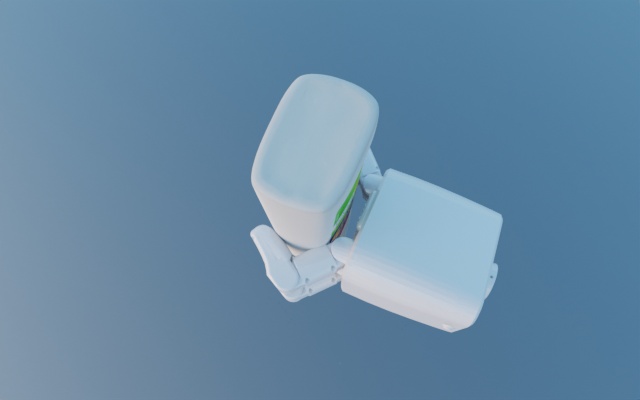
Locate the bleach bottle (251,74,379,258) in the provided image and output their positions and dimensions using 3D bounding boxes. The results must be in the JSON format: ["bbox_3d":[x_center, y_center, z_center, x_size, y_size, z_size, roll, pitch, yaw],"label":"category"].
[{"bbox_3d":[0.000,0.001,0.426,0.068,0.102,0.251,22,-17,9],"label":"bleach bottle"}]
